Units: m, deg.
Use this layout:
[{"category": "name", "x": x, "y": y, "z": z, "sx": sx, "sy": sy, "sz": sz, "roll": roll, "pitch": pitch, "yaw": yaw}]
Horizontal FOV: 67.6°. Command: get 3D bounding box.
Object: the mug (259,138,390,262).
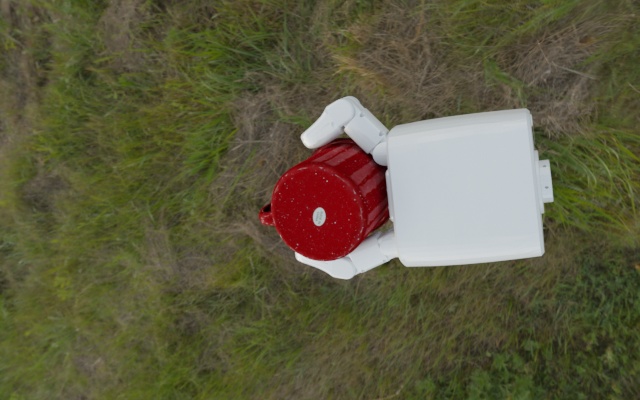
[{"category": "mug", "x": -0.001, "y": 0.002, "z": 0.406, "sx": 0.117, "sy": 0.093, "sz": 0.081, "roll": -8, "pitch": 13, "yaw": 25}]
